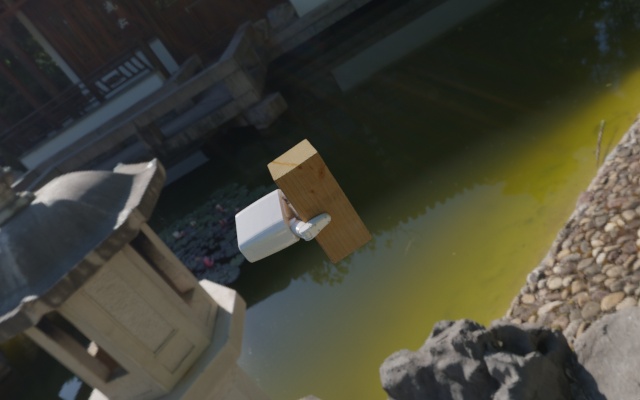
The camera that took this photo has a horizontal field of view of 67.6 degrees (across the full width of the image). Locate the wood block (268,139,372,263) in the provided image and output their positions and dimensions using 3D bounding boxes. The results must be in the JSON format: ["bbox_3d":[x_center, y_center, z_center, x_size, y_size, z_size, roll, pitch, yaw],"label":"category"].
[{"bbox_3d":[0.000,0.003,0.888,0.090,0.206,0.090,-34,26,1],"label":"wood block"}]
